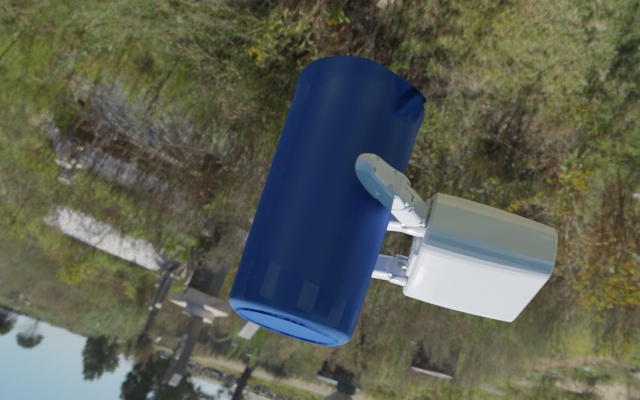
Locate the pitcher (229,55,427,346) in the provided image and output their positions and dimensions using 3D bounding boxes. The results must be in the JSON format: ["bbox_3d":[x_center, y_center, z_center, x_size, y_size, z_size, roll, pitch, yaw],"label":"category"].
[{"bbox_3d":[0.000,0.001,0.449,0.145,0.242,0.149,16,-23,7],"label":"pitcher"}]
